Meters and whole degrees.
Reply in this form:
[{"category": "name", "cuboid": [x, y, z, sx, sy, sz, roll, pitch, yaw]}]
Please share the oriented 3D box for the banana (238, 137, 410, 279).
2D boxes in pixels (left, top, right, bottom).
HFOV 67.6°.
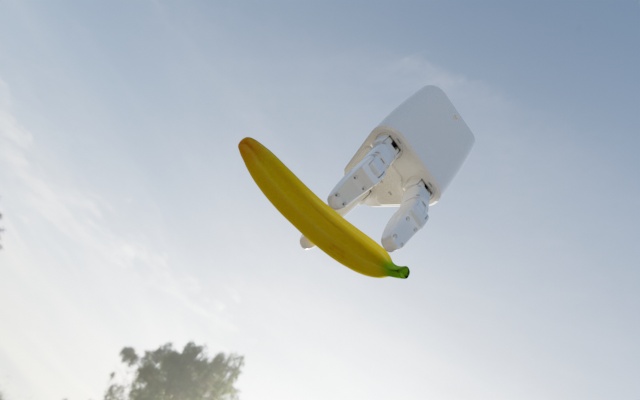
[{"category": "banana", "cuboid": [-0.001, 0.013, 0.455, 0.198, 0.037, 0.070, 38, -32, 11]}]
